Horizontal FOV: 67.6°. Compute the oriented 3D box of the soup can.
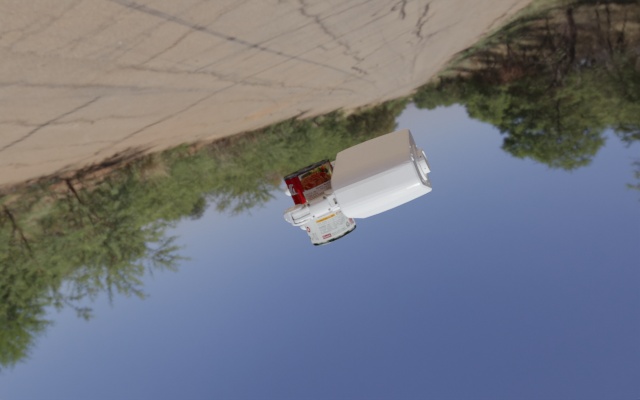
[{"bbox_3d":[0.000,0.003,0.653,0.068,0.102,0.068,-23,7,3],"label":"soup can"}]
